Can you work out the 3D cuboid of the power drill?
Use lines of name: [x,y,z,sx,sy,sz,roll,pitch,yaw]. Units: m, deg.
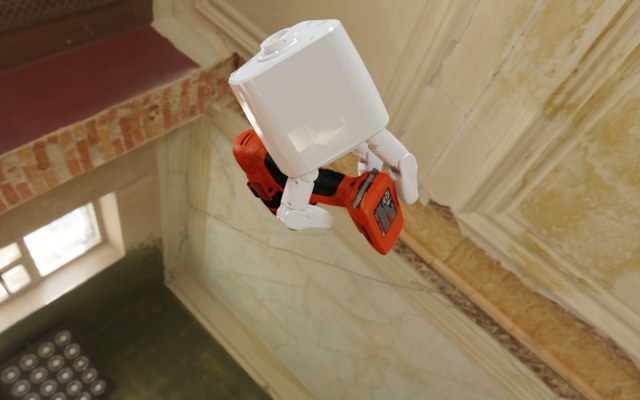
power drill: [0.000,0.002,0.563,0.187,0.057,0.184,17,-24,30]
